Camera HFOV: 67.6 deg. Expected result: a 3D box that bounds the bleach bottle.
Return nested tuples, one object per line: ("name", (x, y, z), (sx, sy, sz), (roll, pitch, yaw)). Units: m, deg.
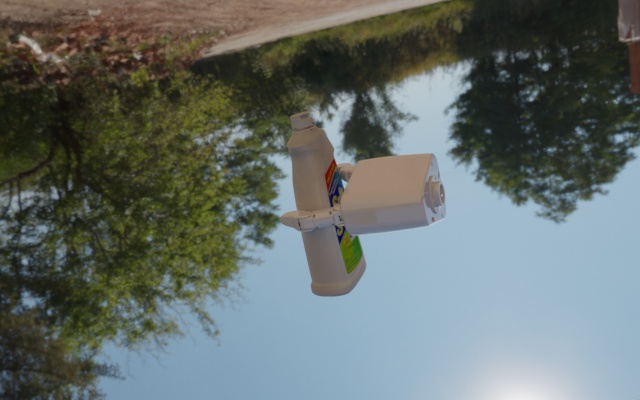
("bleach bottle", (0.000, 0.002, 0.674), (0.068, 0.251, 0.102), (-6, 19, 28))
